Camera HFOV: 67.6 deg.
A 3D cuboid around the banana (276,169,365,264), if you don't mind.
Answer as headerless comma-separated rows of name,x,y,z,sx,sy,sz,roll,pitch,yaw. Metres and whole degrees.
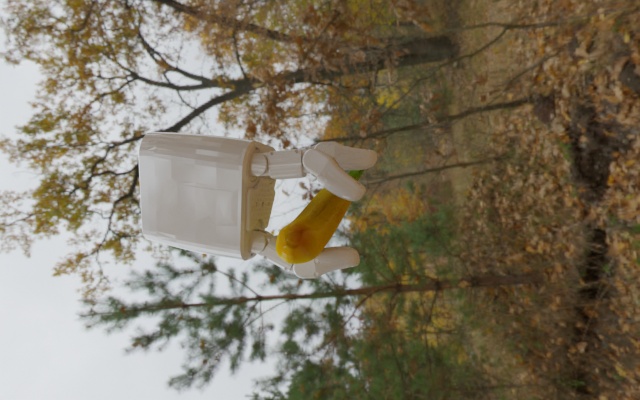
banana,-0.004,0.016,0.436,0.037,0.070,0.197,22,27,9
